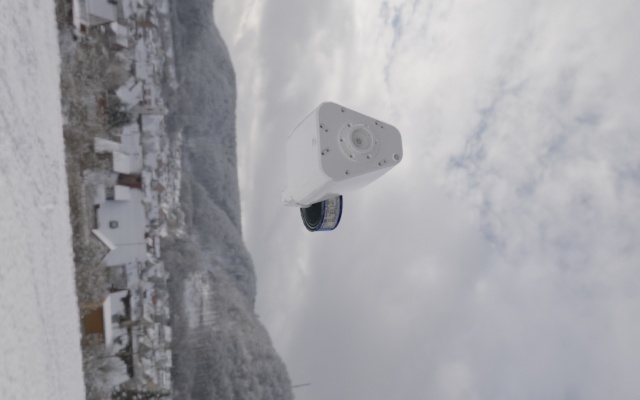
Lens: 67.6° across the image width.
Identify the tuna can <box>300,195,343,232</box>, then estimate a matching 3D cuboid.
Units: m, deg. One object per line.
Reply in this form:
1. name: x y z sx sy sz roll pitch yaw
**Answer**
1. tuna can: 0.001 0.002 0.694 0.034 0.086 0.086 -1 0 -24
